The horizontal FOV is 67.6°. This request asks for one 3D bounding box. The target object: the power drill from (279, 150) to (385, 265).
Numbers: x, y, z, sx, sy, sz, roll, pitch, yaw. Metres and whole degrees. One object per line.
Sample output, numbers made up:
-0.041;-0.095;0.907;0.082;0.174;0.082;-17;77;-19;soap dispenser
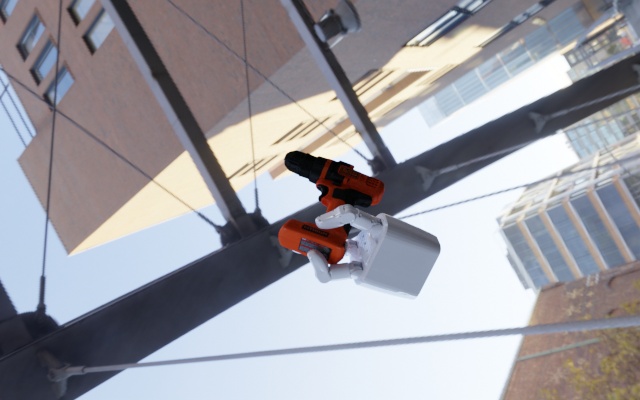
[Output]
0.000;0.003;0.788;0.184;0.187;0.057;20;-39;7;power drill
